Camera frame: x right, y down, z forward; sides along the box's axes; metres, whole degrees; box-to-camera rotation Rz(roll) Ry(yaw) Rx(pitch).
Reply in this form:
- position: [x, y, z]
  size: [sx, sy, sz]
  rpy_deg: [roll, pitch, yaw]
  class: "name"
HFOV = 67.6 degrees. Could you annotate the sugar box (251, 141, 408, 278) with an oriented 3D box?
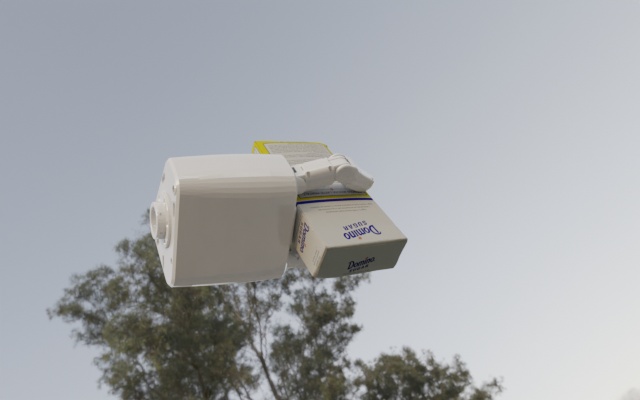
- position: [0.000, 0.002, 0.487]
  size: [0.093, 0.048, 0.176]
  rpy_deg: [-3, 40, -30]
  class: "sugar box"
